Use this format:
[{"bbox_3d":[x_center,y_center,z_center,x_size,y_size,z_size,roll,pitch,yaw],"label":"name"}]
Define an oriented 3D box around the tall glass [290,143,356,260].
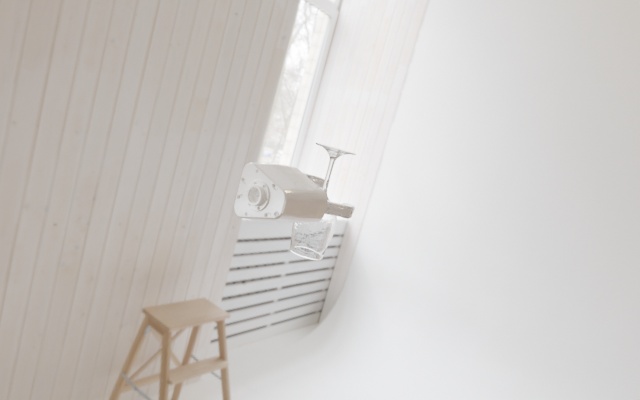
[{"bbox_3d":[0.000,0.002,0.856,0.079,0.201,0.079,15,8,-2],"label":"tall glass"}]
